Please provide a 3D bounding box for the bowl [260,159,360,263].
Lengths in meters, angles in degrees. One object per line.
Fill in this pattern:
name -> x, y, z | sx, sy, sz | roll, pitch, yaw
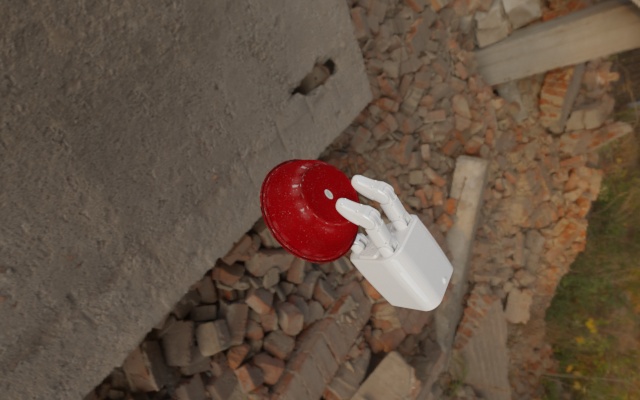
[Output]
bowl -> -0.001, 0.001, 0.664 | 0.162, 0.162, 0.055 | 0, -24, -33
